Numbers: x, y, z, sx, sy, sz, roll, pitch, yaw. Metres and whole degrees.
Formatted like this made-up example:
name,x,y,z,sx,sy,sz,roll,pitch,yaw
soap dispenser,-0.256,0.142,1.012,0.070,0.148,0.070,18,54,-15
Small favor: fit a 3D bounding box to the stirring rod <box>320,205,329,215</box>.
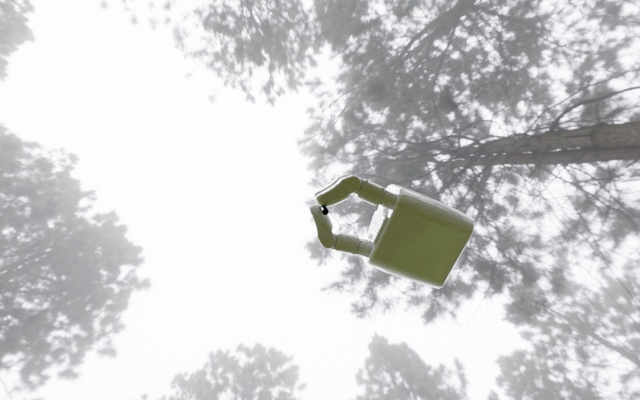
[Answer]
name,x,y,z,sx,sy,sz,roll,pitch,yaw
stirring rod,0.000,0.002,0.670,0.011,0.011,0.239,0,5,-3
